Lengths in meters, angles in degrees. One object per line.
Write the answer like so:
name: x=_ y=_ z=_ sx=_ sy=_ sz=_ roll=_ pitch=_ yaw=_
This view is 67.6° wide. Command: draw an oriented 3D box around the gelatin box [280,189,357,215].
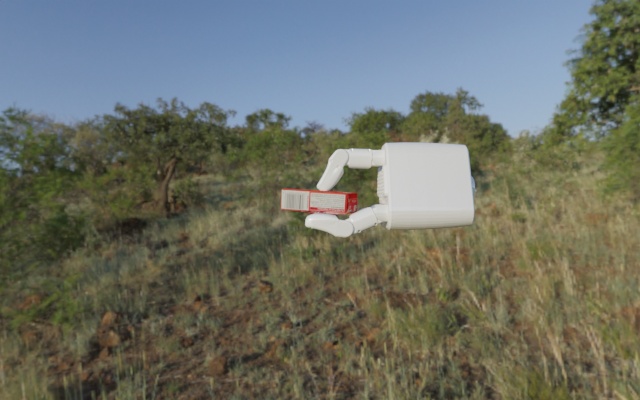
gelatin box: x=0.000 y=0.002 z=0.630 sx=0.089 sy=0.030 sz=0.073 roll=4 pitch=1 yaw=13
